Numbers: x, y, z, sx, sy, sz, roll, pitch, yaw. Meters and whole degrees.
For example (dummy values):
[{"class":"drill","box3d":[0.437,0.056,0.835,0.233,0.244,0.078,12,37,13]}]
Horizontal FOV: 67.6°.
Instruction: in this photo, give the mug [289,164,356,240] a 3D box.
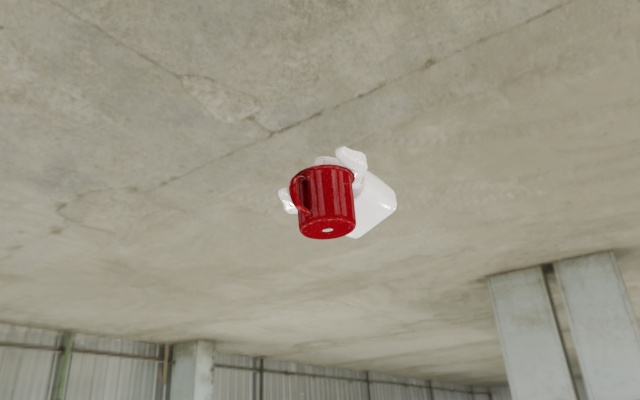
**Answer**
[{"class":"mug","box3d":[-0.001,0.002,0.677,0.093,0.081,0.117,-22,-30,32]}]
